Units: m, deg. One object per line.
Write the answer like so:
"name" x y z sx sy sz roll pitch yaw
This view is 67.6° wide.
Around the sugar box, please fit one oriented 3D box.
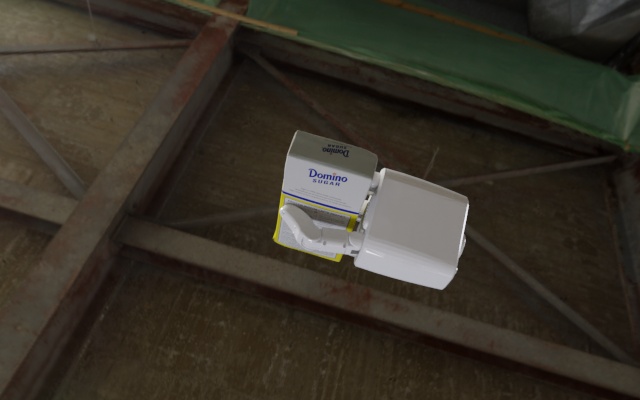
"sugar box" 0.000 0.002 0.561 0.093 0.048 0.176 17 -39 0
